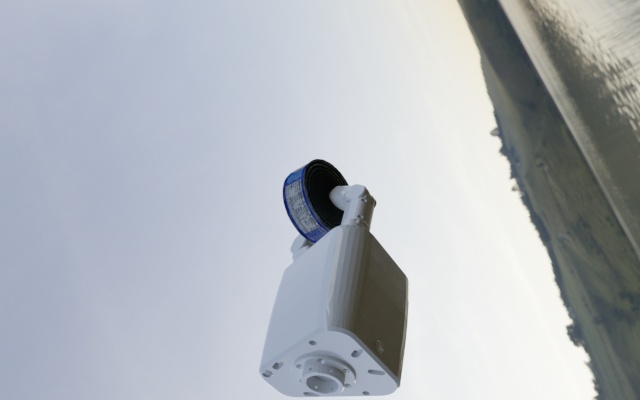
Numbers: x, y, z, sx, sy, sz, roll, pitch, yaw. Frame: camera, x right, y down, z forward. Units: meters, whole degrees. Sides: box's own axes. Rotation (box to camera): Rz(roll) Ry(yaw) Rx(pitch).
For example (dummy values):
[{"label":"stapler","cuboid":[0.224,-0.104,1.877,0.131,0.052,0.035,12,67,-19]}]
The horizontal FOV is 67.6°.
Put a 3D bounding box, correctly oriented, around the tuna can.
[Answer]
[{"label":"tuna can","cuboid":[0.000,0.002,0.504,0.034,0.086,0.086,-26,-15,32]}]
